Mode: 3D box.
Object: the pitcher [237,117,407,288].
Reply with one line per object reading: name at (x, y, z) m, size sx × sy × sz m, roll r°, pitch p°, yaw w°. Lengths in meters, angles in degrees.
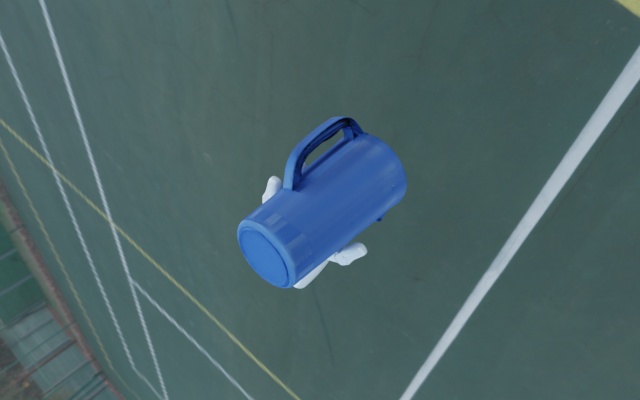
pitcher at (0.000, 0.002, 0.675) m, size 0.242 × 0.149 × 0.145 m, roll -38°, pitch -12°, yaw -34°
